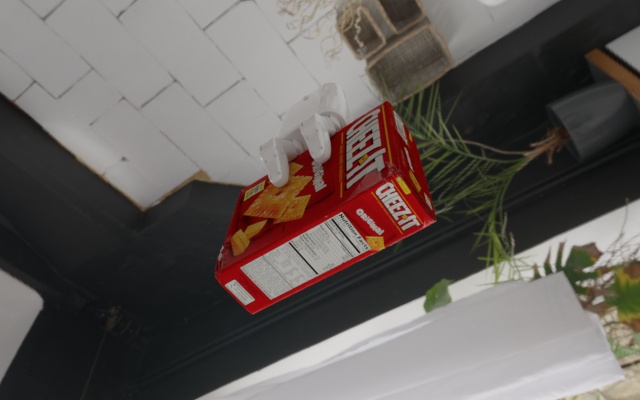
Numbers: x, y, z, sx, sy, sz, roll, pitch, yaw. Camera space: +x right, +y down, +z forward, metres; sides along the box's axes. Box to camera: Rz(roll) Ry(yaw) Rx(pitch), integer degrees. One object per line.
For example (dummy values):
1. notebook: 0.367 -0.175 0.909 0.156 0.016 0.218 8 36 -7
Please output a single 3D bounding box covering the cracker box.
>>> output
1. cracker box: 0.000 0.002 0.504 0.214 0.072 0.164 -30 27 20
